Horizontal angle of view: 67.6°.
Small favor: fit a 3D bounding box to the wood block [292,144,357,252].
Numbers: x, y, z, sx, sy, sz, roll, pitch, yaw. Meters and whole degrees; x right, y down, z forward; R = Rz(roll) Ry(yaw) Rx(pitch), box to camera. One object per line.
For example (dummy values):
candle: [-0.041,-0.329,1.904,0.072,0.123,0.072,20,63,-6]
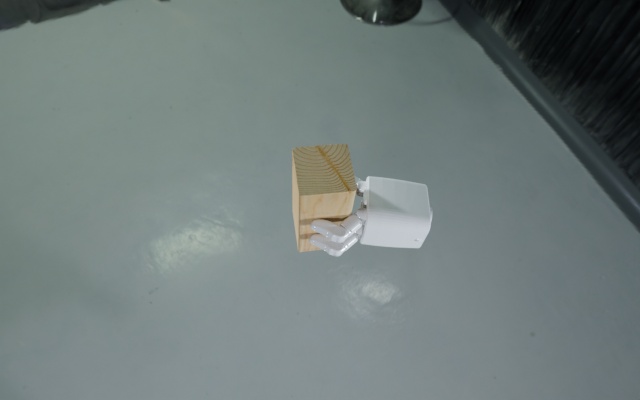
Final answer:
wood block: [0.000,0.002,0.814,0.090,0.090,0.206,-5,-30,-6]
